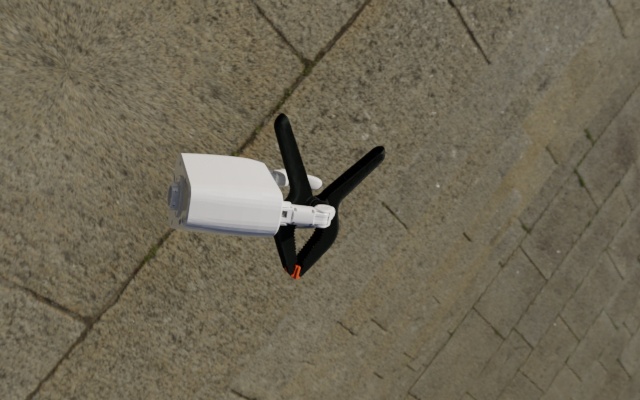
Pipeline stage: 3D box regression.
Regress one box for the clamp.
[{"bbox_3d":[0.000,0.003,0.634,0.164,0.210,0.036,6,11,-26],"label":"clamp"}]
